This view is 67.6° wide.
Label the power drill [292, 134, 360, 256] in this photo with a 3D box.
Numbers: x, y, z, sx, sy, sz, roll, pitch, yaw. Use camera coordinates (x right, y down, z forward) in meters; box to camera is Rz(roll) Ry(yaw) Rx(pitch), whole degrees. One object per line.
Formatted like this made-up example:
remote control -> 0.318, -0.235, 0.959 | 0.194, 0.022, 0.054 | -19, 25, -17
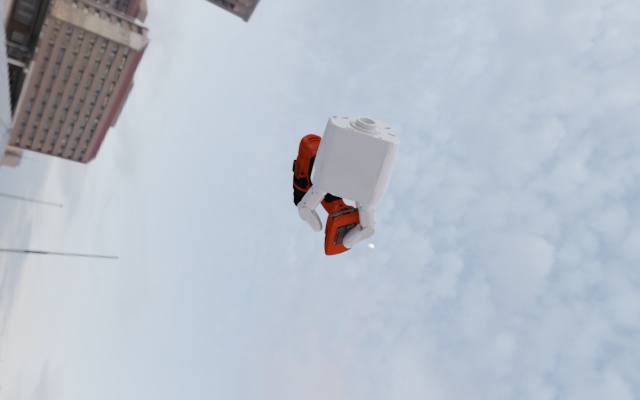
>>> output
power drill -> 0.000, 0.003, 0.854 | 0.057, 0.187, 0.185 | -16, -35, -19
